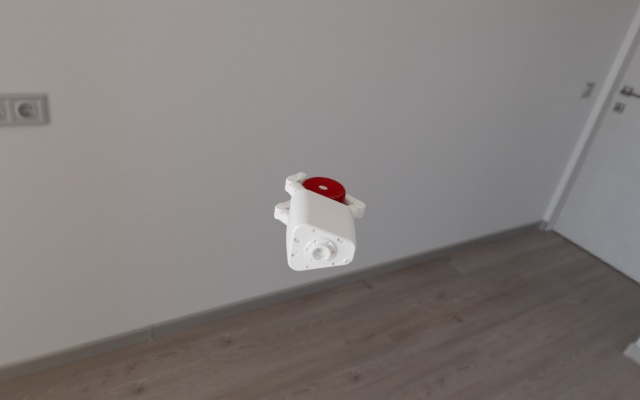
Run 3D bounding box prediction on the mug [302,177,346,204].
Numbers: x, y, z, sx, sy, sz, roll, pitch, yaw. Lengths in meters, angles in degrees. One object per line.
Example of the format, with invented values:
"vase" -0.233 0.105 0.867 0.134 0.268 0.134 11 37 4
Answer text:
"mug" 0.000 0.002 0.894 0.093 0.081 0.117 6 30 -7
